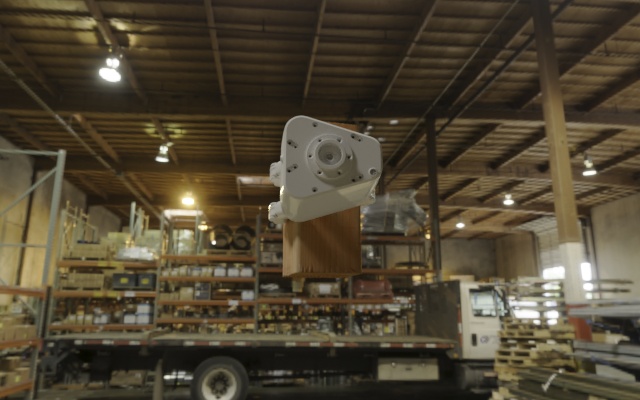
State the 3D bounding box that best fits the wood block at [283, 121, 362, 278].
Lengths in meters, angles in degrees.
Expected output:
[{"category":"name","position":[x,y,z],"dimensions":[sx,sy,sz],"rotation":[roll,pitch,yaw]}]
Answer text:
[{"category":"wood block","position":[0.001,0.002,0.670],"dimensions":[0.091,0.206,0.090],"rotation":[4,-14,-16]}]
